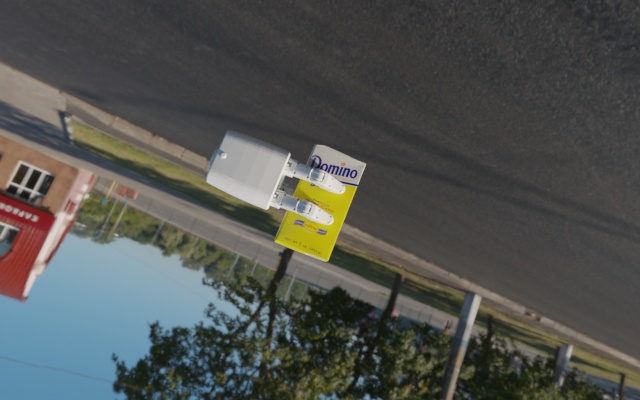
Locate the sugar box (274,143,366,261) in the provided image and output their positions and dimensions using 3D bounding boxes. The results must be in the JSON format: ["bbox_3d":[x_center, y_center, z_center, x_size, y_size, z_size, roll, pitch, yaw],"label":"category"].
[{"bbox_3d":[0.000,0.003,0.784,0.093,0.176,0.048,22,-10,-5],"label":"sugar box"}]
